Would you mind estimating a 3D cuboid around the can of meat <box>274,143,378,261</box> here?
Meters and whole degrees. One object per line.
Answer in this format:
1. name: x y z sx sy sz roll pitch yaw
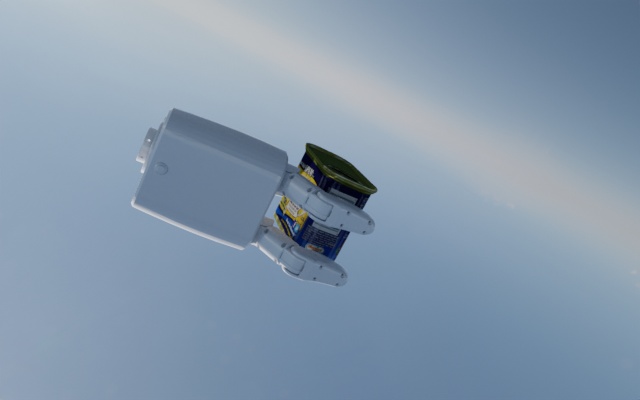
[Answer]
1. can of meat: 0.000 0.002 0.466 0.057 0.084 0.102 22 15 -24
